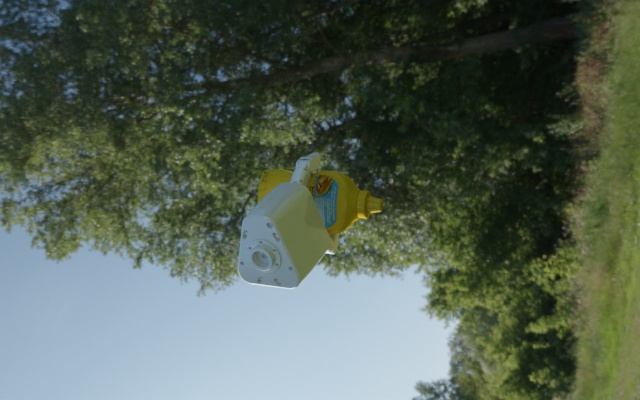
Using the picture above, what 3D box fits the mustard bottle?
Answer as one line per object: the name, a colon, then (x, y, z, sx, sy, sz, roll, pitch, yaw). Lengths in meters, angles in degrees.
mustard bottle: (0.000, 0.002, 0.726, 0.191, 0.096, 0.058, 3, 0, 22)
